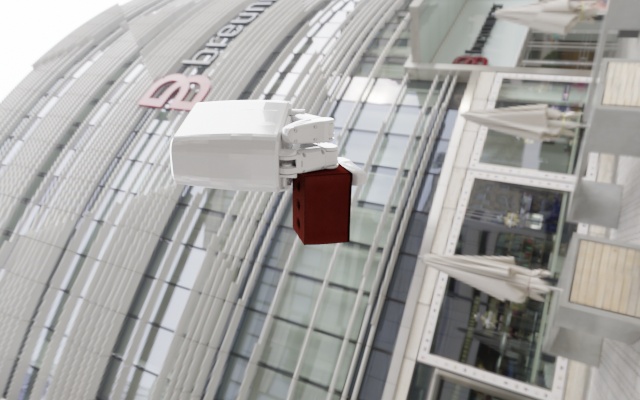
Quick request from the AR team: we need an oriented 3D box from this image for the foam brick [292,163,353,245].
[{"bbox_3d":[0.000,0.002,0.508,0.051,0.078,0.053,-6,21,-17],"label":"foam brick"}]
